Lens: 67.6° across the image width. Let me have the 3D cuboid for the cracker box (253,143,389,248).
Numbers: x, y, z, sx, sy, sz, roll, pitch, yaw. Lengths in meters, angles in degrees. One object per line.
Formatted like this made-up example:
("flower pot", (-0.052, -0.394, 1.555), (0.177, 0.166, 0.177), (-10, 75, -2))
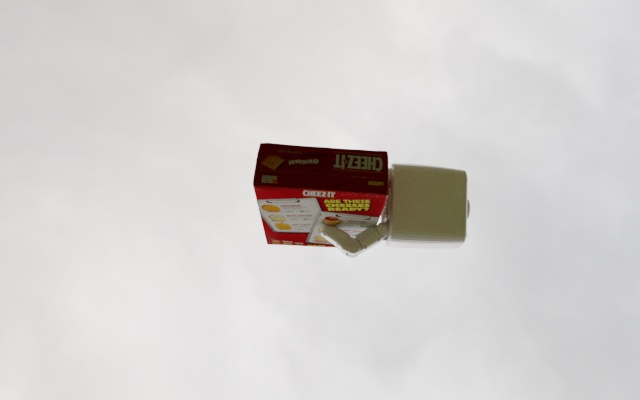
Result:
("cracker box", (0.000, 0.002, 0.674), (0.164, 0.072, 0.214), (3, -24, 0))
